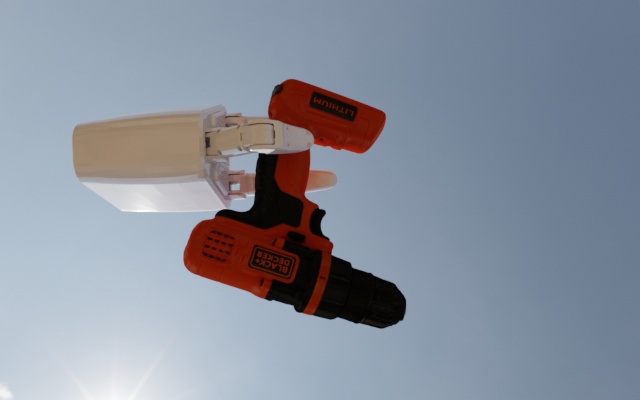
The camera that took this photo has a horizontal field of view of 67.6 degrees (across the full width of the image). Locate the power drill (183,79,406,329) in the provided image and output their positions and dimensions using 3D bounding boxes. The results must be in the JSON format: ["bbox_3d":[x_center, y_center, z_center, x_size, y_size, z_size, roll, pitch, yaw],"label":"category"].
[{"bbox_3d":[0.000,0.001,0.407,0.184,0.187,0.057,19,-23,-9],"label":"power drill"}]
